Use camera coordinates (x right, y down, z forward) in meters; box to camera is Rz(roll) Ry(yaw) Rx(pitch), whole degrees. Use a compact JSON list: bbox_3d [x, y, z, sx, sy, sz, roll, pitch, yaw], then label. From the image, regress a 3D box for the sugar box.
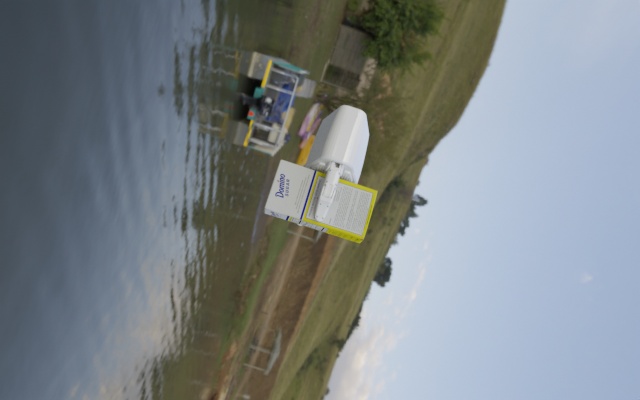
[{"bbox_3d":[0.000,0.003,0.819,0.176,0.093,0.048,18,-17,-2],"label":"sugar box"}]
